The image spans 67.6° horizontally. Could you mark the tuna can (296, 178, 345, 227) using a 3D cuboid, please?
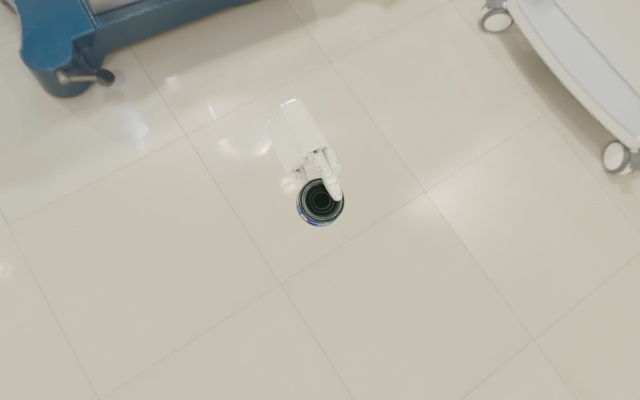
[{"bbox_3d":[0.000,0.003,0.865,0.086,0.086,0.034,0,-13,-11],"label":"tuna can"}]
